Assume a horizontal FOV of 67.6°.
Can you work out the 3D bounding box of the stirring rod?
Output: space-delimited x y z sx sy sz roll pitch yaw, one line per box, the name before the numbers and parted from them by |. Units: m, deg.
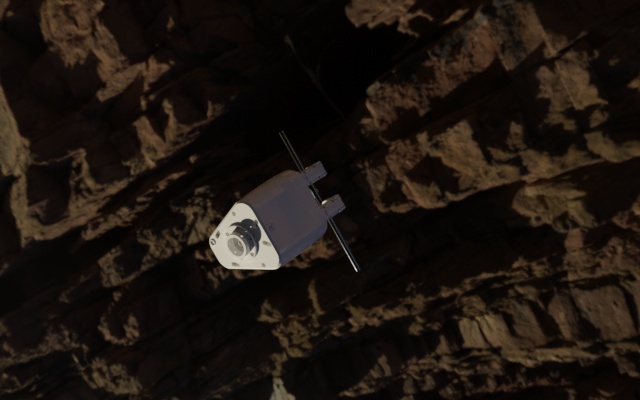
stirring rod | 0.000 0.002 0.720 0.011 0.239 0.011 -29 5 3
